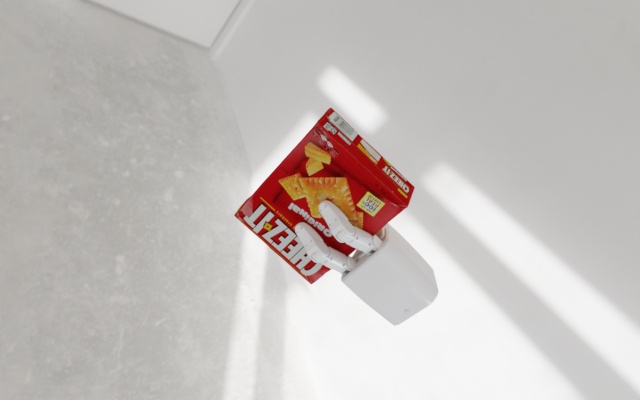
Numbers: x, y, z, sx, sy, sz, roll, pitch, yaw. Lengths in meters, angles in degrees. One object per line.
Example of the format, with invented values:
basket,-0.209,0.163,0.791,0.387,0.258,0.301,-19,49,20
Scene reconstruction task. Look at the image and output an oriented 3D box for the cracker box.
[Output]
cracker box,0.000,0.002,0.688,0.214,0.164,0.072,-44,6,33
